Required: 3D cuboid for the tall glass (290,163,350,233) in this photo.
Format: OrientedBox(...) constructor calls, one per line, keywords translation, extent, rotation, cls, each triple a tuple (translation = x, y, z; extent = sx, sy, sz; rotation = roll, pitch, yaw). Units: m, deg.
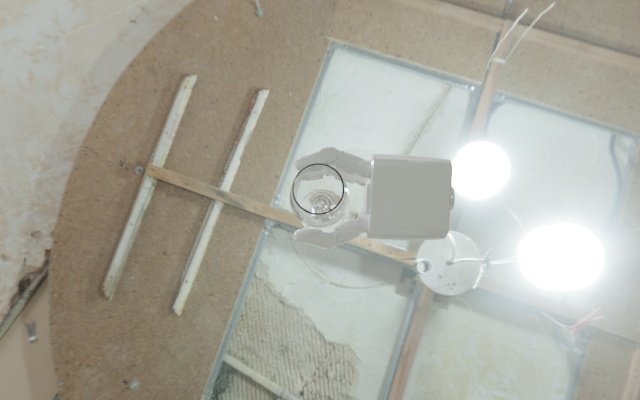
OrientedBox(translation=(0.000, 0.002, 0.657), extent=(0.079, 0.079, 0.201), rotation=(0, -9, 2), cls="tall glass")
